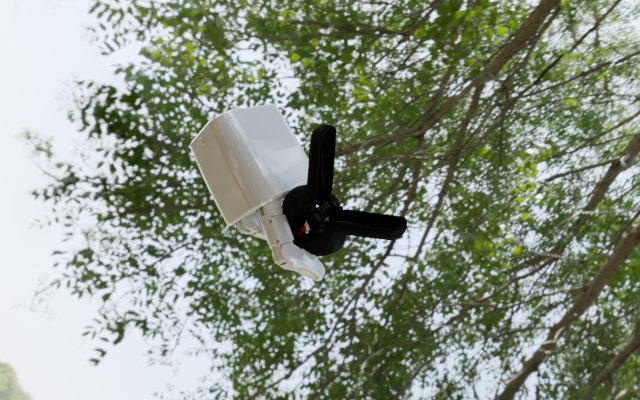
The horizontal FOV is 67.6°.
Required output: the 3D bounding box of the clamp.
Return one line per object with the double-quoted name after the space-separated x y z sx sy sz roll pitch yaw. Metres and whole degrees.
0.000 0.001 0.475 0.039 0.120 0.171 -27 0 -38 "clamp"
